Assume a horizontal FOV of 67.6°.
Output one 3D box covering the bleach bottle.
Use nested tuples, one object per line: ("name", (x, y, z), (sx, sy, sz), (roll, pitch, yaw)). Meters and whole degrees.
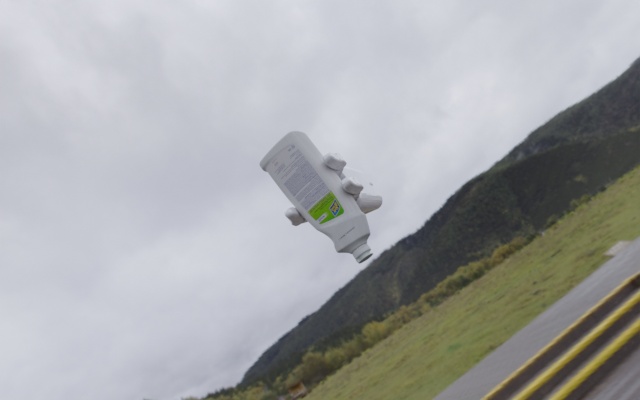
("bleach bottle", (0.000, 0.003, 0.818), (0.102, 0.250, 0.068), (-43, -20, 23))
